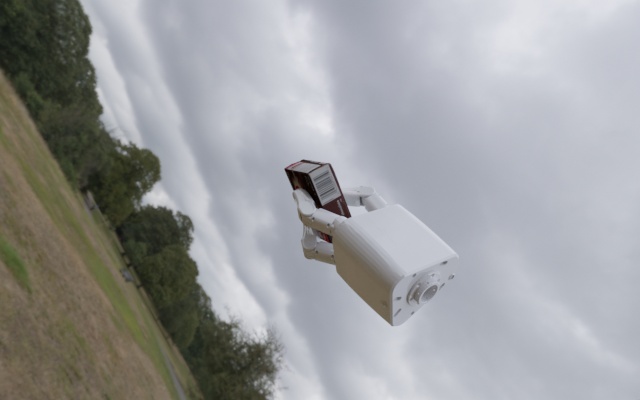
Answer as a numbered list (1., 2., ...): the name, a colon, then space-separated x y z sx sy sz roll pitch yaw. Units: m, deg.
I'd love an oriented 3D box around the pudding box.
1. pudding box: 0.000 0.002 0.655 0.039 0.113 0.090 -27 18 -20
